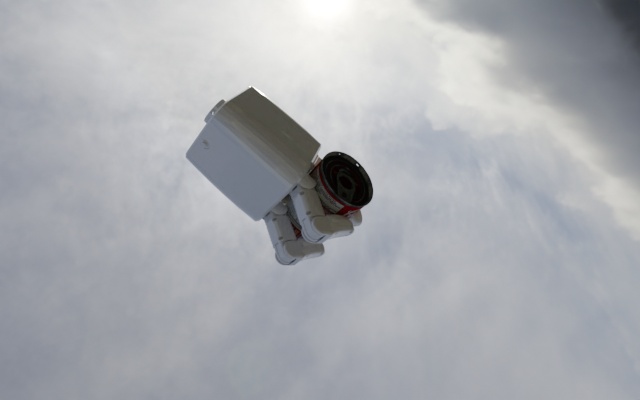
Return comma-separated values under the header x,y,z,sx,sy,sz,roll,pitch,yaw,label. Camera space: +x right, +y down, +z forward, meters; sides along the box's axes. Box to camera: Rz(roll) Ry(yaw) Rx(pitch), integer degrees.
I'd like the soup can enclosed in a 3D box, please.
x,y,z,sx,sy,sz,roll,pitch,yaw,label
0.000,0.002,0.530,0.068,0.068,0.102,0,-30,-42,soup can
